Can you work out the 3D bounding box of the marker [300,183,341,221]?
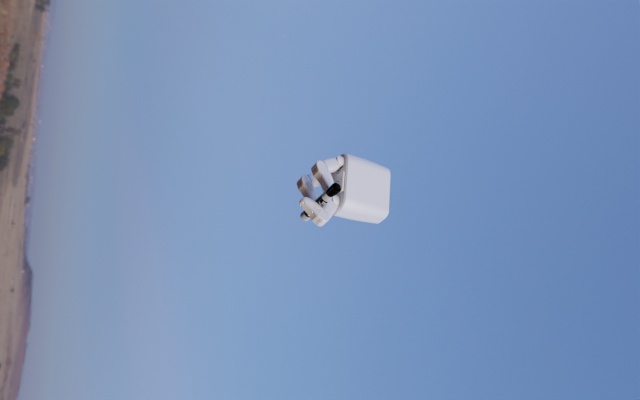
[{"bbox_3d":[0.000,0.003,0.854,0.020,0.020,0.121,0,-28,-35],"label":"marker"}]
